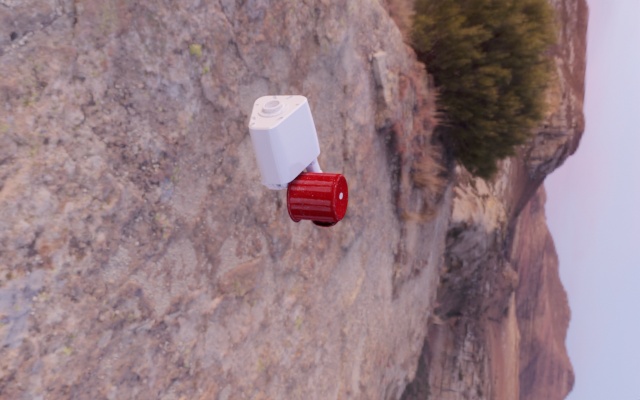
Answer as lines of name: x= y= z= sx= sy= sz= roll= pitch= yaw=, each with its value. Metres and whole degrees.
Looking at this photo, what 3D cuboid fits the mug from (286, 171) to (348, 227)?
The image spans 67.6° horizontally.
mug: x=0.001 y=0.004 z=0.818 sx=0.081 sy=0.117 sz=0.093 roll=3 pitch=42 yaw=20
